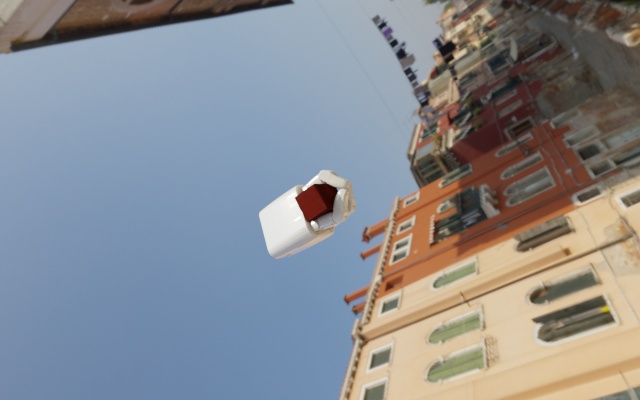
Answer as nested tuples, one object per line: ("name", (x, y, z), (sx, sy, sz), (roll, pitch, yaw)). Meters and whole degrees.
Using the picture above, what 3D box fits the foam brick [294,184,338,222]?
("foam brick", (0.000, 0.003, 0.873), (0.051, 0.053, 0.078), (-33, -13, 26))
